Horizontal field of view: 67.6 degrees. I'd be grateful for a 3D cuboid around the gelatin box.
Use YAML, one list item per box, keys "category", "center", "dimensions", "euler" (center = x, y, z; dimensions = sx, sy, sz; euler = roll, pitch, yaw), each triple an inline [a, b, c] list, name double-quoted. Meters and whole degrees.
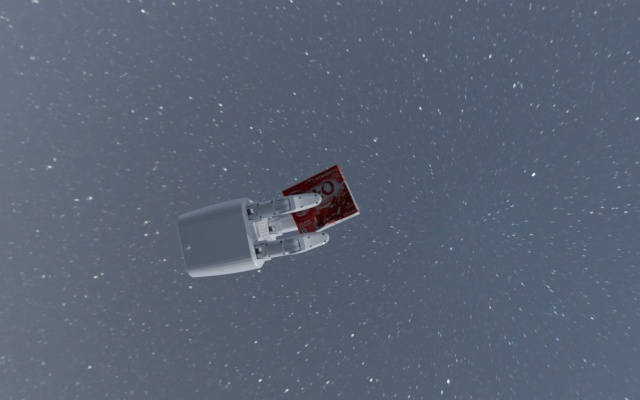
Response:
- category: "gelatin box"
  center: [0.001, 0.002, 0.670]
  dimensions: [0.089, 0.073, 0.030]
  euler: [-25, -9, 8]
